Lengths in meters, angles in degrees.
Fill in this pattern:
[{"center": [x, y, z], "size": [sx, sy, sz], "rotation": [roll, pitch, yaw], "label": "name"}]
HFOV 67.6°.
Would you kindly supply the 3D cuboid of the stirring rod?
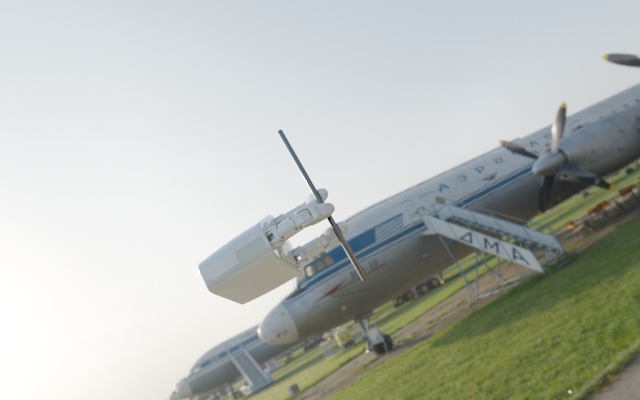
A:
[{"center": [0.000, 0.002, 0.653], "size": [0.011, 0.239, 0.011], "rotation": [-28, -14, -7], "label": "stirring rod"}]
